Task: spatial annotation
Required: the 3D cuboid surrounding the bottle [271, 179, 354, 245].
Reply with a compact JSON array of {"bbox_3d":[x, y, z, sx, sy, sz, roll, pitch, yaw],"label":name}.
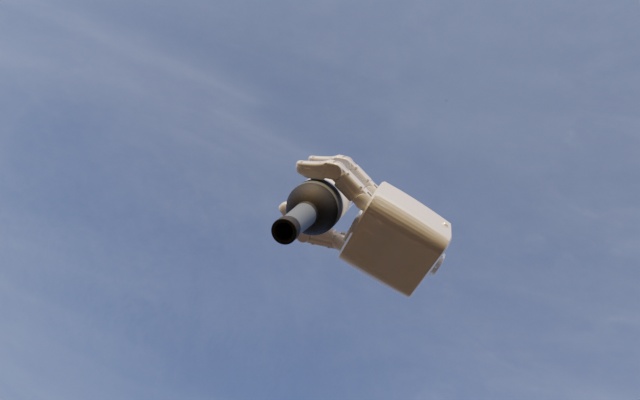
[{"bbox_3d":[0.000,0.002,0.614,0.069,0.069,0.295,0,11,15],"label":"bottle"}]
